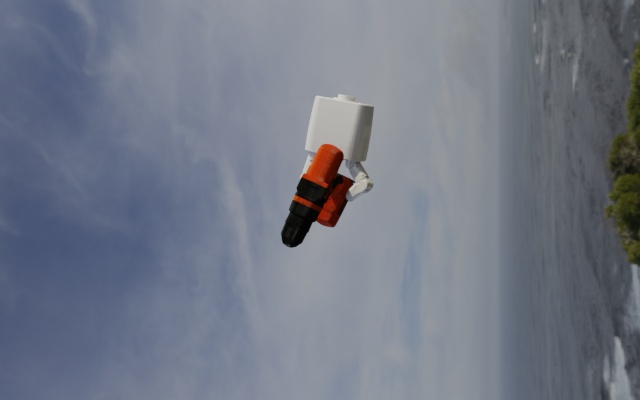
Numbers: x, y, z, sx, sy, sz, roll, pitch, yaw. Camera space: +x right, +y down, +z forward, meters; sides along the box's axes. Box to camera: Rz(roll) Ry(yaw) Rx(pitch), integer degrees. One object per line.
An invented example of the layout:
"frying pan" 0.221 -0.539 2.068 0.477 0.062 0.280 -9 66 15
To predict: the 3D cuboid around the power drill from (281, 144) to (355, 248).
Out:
"power drill" 0.000 0.003 0.860 0.057 0.184 0.188 26 -1 14
